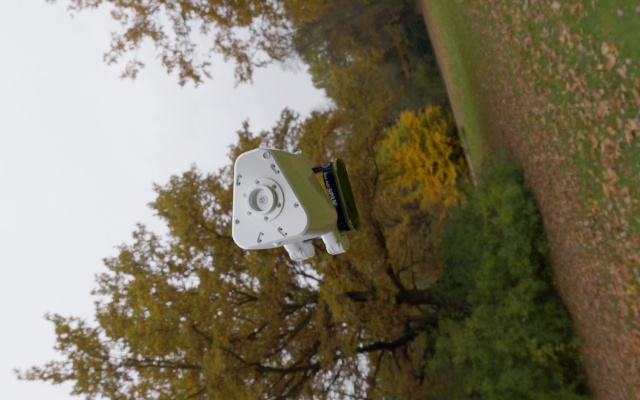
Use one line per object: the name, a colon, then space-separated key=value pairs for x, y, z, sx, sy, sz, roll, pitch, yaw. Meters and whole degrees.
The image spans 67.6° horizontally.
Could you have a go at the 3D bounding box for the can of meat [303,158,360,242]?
can of meat: x=0.000 y=0.002 z=0.661 sx=0.084 sy=0.102 sz=0.057 roll=-15 pitch=-1 yaw=15
